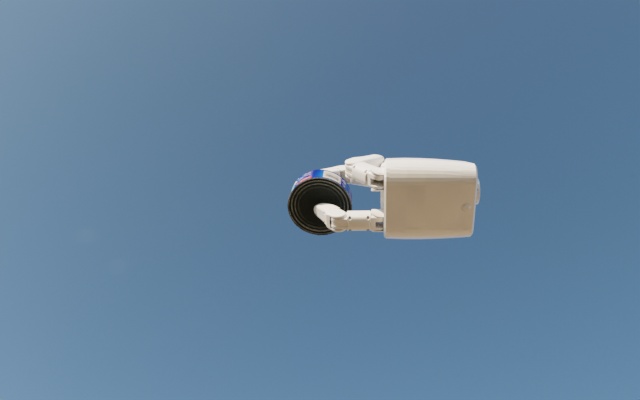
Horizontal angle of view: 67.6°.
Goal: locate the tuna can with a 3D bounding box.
[{"bbox_3d":[0.000,0.002,0.646,0.086,0.086,0.033,0,27,5],"label":"tuna can"}]
